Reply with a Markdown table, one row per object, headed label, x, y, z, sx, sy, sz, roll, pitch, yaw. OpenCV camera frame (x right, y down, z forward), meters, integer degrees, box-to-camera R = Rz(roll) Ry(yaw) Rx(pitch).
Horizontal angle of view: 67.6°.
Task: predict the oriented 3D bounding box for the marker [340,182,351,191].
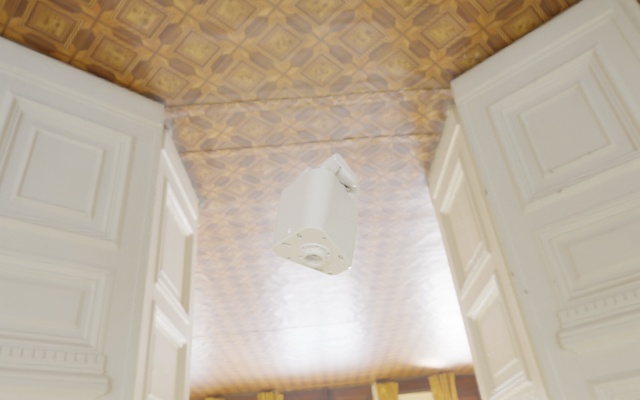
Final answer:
| label | x | y | z | sx | sy | sz | roll | pitch | yaw |
| --- | --- | --- | --- | --- | --- | --- | --- | --- | --- |
| marker | 0.000 | 0.002 | 0.772 | 0.020 | 0.020 | 0.121 | 0 | -27 | -48 |
